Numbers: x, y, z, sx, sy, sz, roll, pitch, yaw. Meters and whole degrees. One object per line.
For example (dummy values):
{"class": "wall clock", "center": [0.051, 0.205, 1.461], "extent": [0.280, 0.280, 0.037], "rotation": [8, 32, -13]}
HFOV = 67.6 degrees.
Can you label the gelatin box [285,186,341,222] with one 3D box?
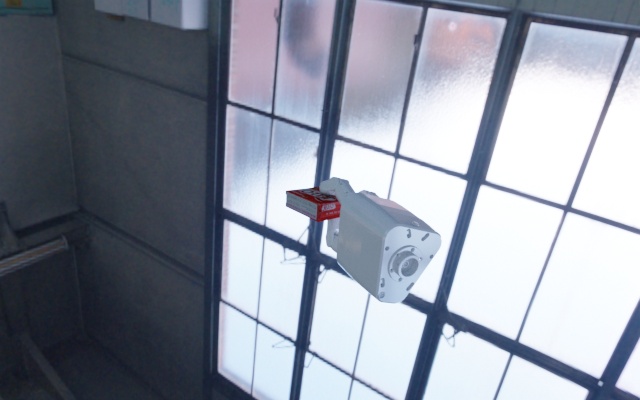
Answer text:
{"class": "gelatin box", "center": [0.000, 0.003, 0.728], "extent": [0.073, 0.030, 0.089], "rotation": [-9, 19, -36]}
